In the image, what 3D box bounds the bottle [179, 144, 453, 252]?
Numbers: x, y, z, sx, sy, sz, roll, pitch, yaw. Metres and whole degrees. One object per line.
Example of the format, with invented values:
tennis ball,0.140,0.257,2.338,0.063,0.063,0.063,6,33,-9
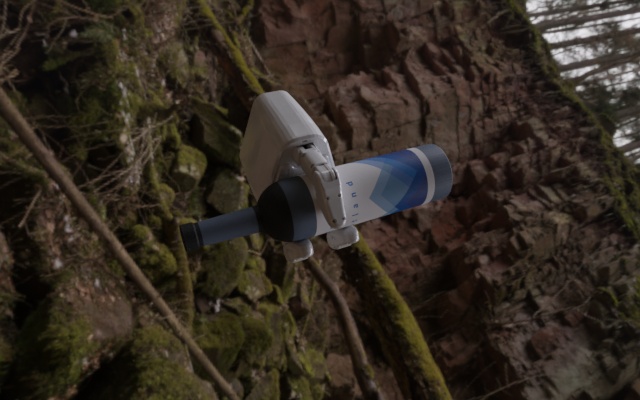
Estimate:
bottle,0.000,0.002,0.512,0.295,0.069,0.069,-15,5,-19
